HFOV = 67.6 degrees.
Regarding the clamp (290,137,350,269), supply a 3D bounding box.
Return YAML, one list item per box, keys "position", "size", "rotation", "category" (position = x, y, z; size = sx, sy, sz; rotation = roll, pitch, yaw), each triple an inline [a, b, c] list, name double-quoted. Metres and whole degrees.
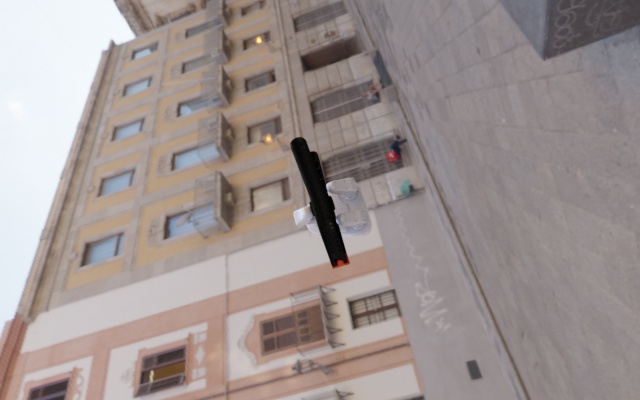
- position: [0.000, 0.003, 0.750]
  size: [0.036, 0.210, 0.164]
  rotation: [-18, -10, 7]
  category: "clamp"
